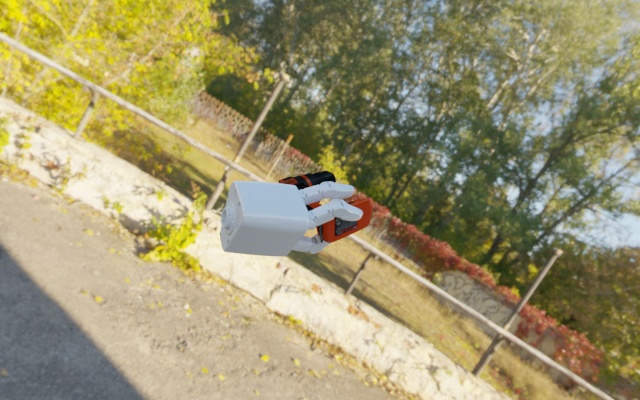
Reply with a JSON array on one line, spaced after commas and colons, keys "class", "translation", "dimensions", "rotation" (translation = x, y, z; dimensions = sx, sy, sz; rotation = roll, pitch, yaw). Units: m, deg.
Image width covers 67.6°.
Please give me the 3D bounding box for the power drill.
[{"class": "power drill", "translation": [0.000, 0.003, 0.855], "dimensions": [0.184, 0.057, 0.187], "rotation": [-22, 31, -35]}]
